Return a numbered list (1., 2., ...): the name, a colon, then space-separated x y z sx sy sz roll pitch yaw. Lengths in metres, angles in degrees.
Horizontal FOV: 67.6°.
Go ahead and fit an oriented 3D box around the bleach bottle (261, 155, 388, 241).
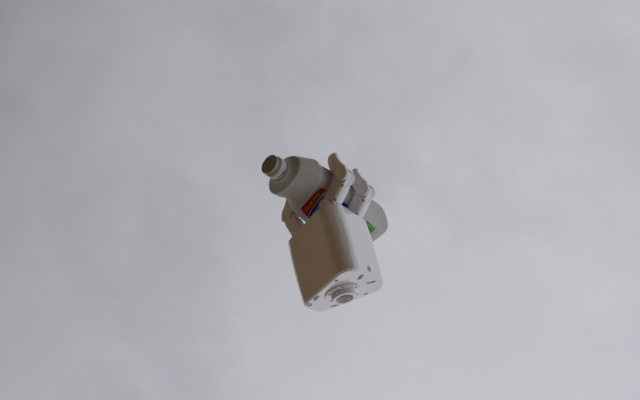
1. bleach bottle: 0.000 0.002 0.731 0.102 0.068 0.251 -34 -40 23
